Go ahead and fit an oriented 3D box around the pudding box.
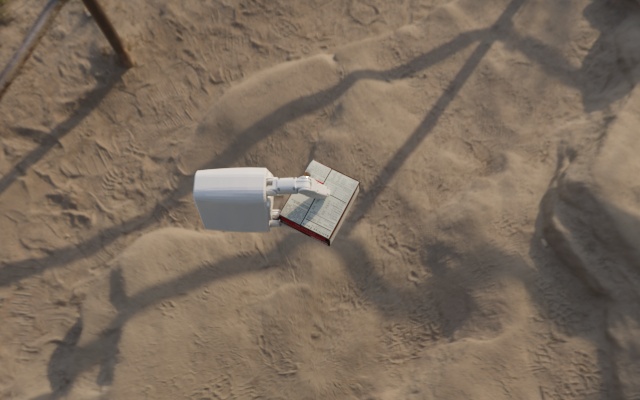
[{"bbox_3d":[0.000,0.002,0.749,0.090,0.113,0.039,27,-17,9],"label":"pudding box"}]
